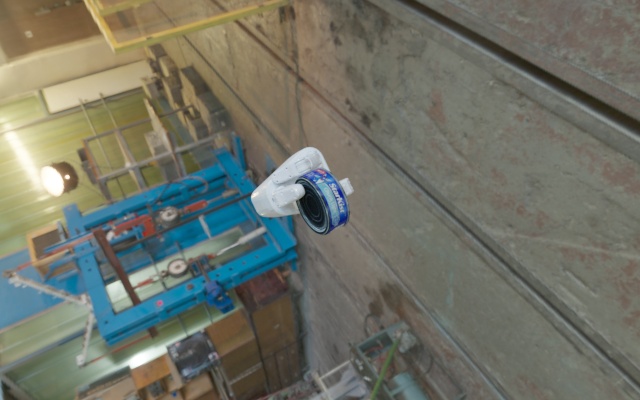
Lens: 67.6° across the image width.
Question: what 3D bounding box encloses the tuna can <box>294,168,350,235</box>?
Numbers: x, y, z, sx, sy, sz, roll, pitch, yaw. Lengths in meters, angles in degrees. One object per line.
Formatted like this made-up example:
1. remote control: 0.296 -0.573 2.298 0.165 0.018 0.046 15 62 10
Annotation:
1. tuna can: 0.000 0.002 0.635 0.033 0.086 0.086 -25 11 -26
